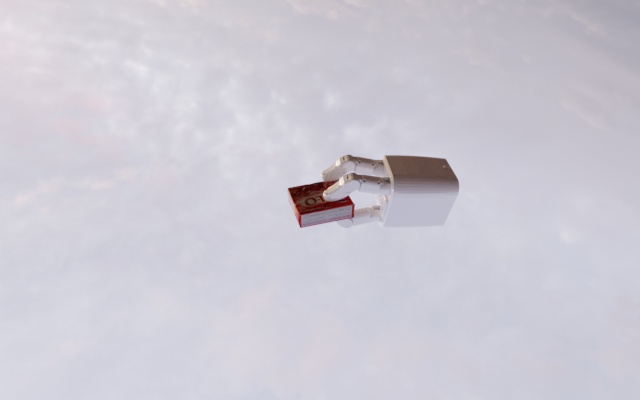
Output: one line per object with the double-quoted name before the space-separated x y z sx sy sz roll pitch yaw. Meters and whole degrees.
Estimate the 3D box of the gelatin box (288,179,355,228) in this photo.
"gelatin box" 0.000 0.003 0.743 0.089 0.030 0.073 -11 39 -13
